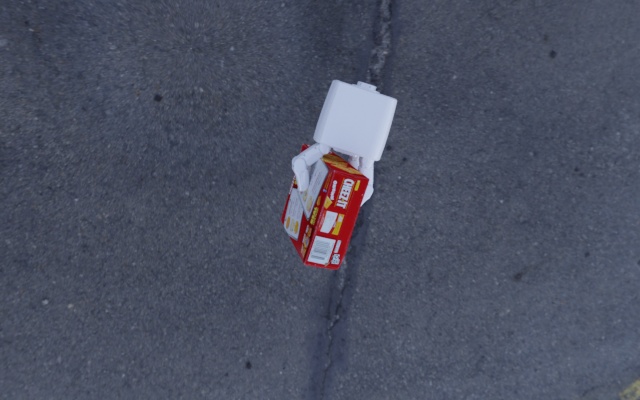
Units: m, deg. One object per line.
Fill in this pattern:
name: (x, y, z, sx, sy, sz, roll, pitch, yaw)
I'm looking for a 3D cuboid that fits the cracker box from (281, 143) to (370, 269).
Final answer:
cracker box: (0.000, 0.003, 0.849, 0.072, 0.164, 0.213, 13, 14, -19)
